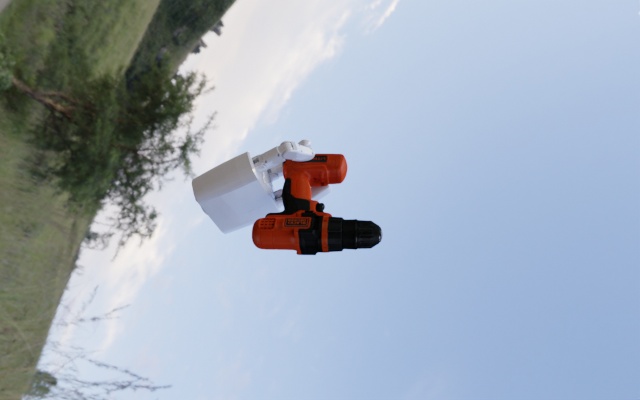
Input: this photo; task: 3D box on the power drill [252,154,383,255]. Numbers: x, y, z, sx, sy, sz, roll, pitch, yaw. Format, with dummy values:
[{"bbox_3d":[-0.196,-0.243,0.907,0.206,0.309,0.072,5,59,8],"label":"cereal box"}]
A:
[{"bbox_3d":[0.000,0.002,0.724,0.184,0.057,0.187,1,40,5],"label":"power drill"}]
